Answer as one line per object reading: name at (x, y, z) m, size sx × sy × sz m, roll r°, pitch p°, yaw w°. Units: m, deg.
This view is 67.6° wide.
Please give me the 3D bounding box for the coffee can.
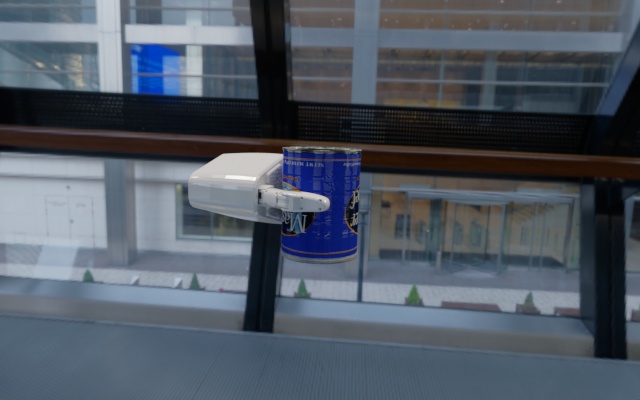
coffee can at (0.000, 0.002, 0.626) m, size 0.103 × 0.140 × 0.103 m, roll 2°, pitch 9°, yaw 0°
